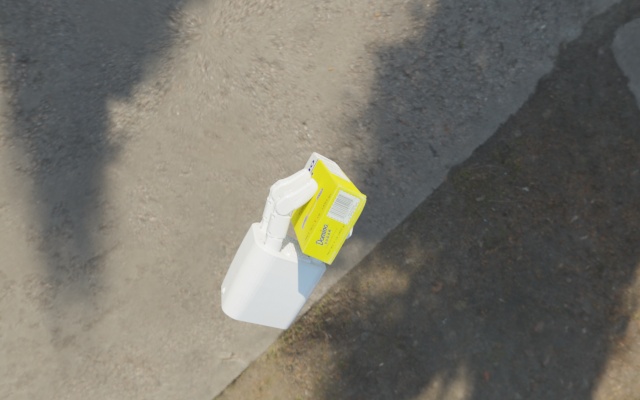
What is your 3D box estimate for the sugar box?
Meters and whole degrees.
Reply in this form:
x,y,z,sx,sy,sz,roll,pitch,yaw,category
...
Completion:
x,y,z,sx,sy,sz,roll,pitch,yaw,category
0.000,0.002,0.626,0.048,0.093,0.176,25,11,-20,sugar box
